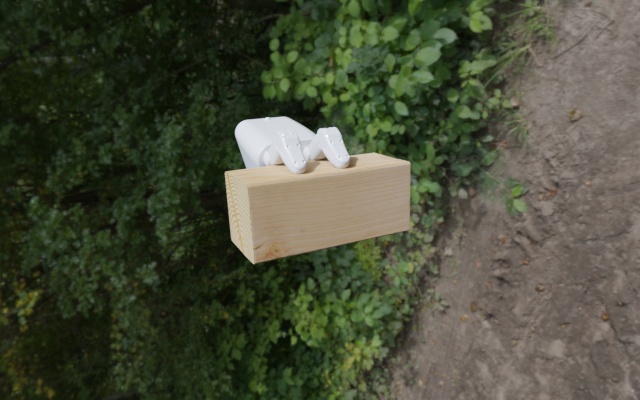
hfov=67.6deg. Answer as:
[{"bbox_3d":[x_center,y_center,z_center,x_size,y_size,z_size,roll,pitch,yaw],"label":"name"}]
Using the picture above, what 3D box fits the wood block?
[{"bbox_3d":[0.000,0.002,0.581,0.206,0.091,0.090,-10,17,-25],"label":"wood block"}]
